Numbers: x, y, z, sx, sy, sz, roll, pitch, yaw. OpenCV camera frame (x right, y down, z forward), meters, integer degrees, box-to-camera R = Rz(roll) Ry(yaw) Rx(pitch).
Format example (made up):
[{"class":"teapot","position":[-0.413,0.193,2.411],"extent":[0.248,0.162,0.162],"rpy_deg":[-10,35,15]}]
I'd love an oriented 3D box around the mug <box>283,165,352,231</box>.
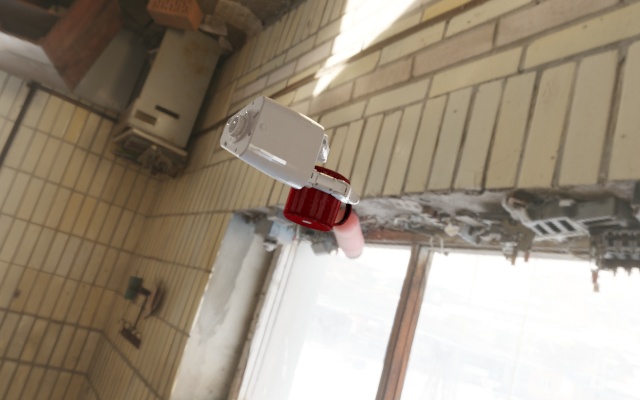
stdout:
[{"class":"mug","position":[0.001,0.003,0.752],"extent":[0.117,0.081,0.093],"rpy_deg":[26,-15,-33]}]
